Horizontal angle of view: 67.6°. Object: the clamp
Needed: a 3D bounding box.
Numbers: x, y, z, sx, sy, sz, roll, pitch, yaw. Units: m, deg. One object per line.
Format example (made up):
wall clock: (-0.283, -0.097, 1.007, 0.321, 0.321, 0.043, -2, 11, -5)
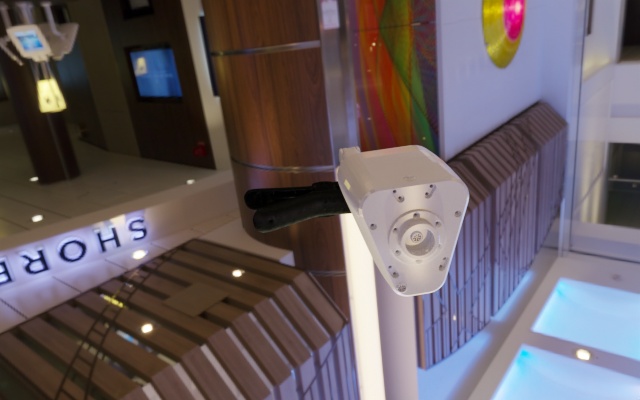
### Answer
clamp: (0.000, 0.002, 0.515, 0.171, 0.039, 0.120, -8, 19, -3)
